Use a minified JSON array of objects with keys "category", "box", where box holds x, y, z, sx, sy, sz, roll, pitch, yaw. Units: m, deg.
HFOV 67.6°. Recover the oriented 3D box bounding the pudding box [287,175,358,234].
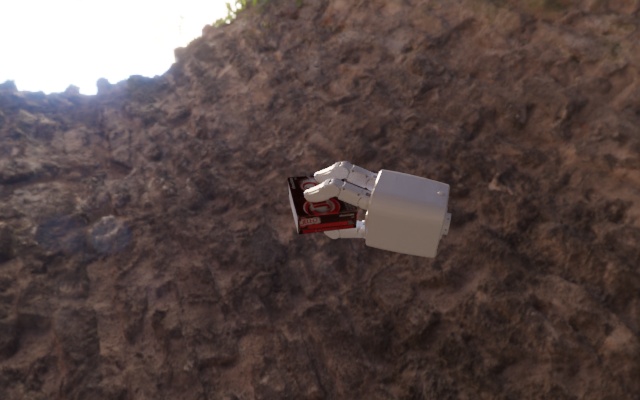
[{"category":"pudding box","box":[0.000,0.003,0.734,0.090,0.039,0.113,-5,32,-10]}]
